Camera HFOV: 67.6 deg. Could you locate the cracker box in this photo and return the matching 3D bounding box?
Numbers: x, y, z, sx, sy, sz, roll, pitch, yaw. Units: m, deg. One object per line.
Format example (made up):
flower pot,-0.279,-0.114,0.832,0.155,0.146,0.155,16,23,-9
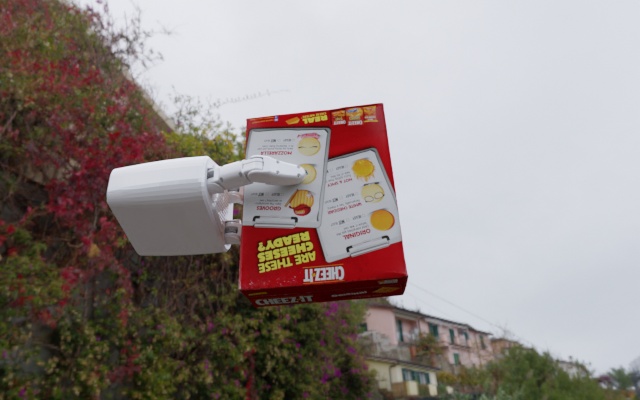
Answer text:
cracker box,0.000,0.001,0.529,0.164,0.213,0.072,-6,-29,5
